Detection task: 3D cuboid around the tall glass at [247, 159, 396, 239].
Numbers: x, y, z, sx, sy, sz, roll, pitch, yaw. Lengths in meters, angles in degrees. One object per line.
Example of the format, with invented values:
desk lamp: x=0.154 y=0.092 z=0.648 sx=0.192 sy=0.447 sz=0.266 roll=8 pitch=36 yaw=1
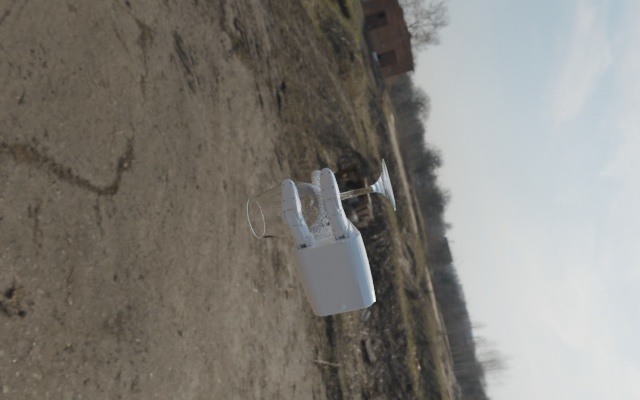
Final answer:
tall glass: x=0.001 y=0.002 z=0.677 sx=0.201 sy=0.079 sz=0.079 roll=-14 pitch=-3 yaw=11
